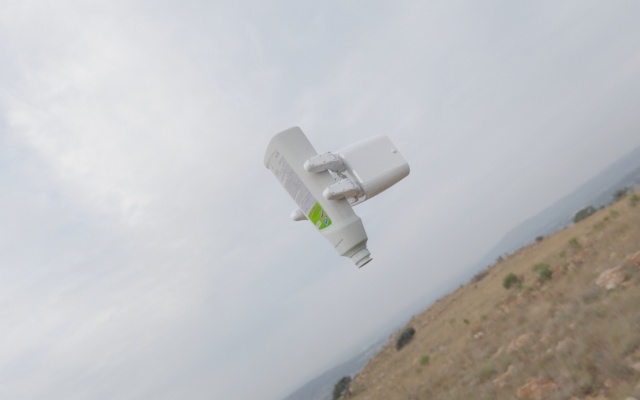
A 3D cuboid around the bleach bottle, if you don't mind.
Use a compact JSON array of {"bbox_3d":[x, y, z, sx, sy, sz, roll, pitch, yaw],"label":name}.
[{"bbox_3d":[0.000,0.003,0.784,0.068,0.250,0.103,-27,-17,-25],"label":"bleach bottle"}]
